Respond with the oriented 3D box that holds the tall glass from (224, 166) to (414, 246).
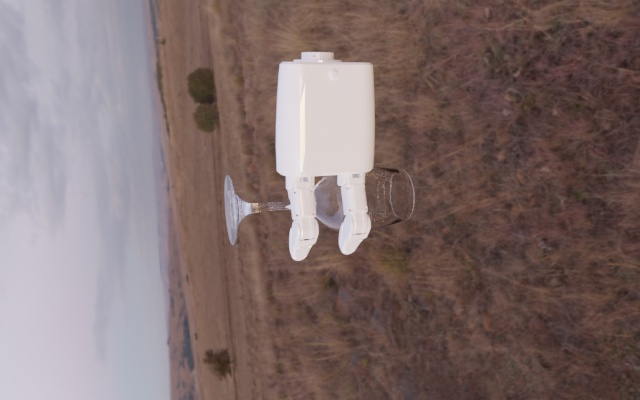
[{"bbox_3d":[-0.001,0.002,0.526,0.201,0.079,0.079,-5,1,-18],"label":"tall glass"}]
